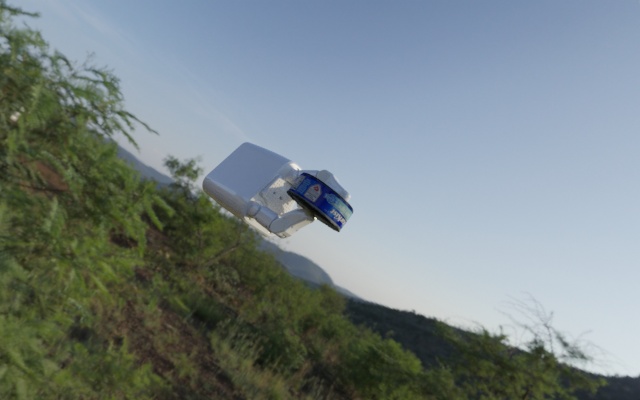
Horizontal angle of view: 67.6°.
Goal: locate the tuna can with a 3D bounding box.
[{"bbox_3d":[0.000,0.002,0.613,0.086,0.033,0.086,37,-8,6],"label":"tuna can"}]
